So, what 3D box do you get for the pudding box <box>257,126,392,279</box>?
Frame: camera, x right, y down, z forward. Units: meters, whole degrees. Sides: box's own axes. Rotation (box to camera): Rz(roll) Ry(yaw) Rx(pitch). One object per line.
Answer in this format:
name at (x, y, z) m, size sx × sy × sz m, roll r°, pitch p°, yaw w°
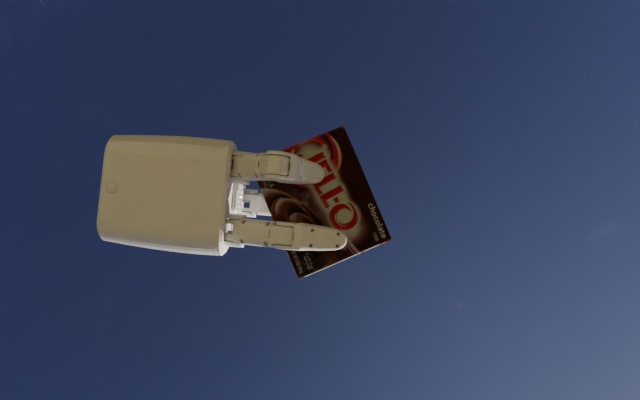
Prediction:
pudding box at (0.000, 0.001, 0.431) m, size 0.090 × 0.113 × 0.039 m, roll -23°, pitch -2°, yaw -3°
